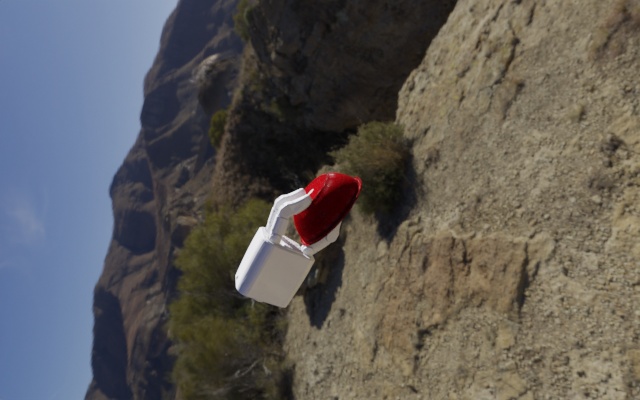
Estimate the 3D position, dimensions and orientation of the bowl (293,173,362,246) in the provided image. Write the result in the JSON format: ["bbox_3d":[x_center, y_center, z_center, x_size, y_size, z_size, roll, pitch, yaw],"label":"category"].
[{"bbox_3d":[0.001,0.002,0.871,0.055,0.162,0.162,41,-14,-16],"label":"bowl"}]
